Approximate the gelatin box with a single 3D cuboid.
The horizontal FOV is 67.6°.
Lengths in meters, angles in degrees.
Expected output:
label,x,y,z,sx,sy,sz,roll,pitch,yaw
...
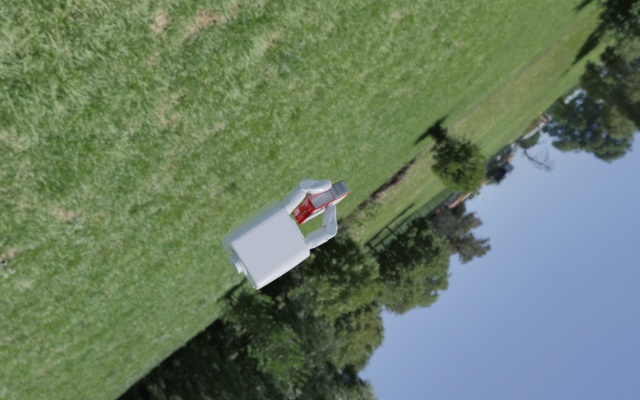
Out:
label,x,y,z,sx,sy,sz,roll,pitch,yaw
gelatin box,0.001,0.003,0.866,0.089,0.030,0.073,-27,-9,-33
